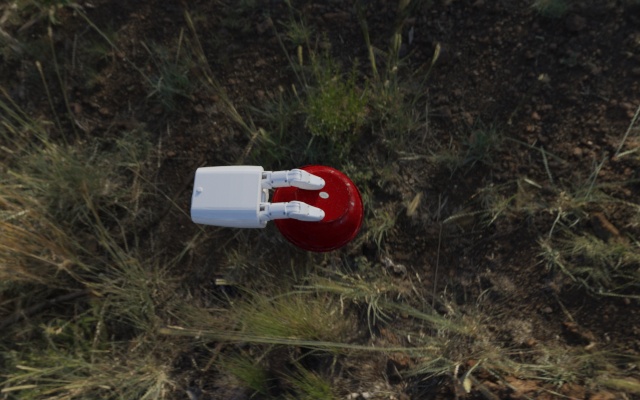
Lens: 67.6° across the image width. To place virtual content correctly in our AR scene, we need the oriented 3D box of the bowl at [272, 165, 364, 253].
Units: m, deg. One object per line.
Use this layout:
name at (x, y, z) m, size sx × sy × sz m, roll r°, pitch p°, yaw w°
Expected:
bowl at (0.001, 0.002, 0.800) m, size 0.162 × 0.162 × 0.055 m, roll 0°, pitch -22°, yaw -10°
